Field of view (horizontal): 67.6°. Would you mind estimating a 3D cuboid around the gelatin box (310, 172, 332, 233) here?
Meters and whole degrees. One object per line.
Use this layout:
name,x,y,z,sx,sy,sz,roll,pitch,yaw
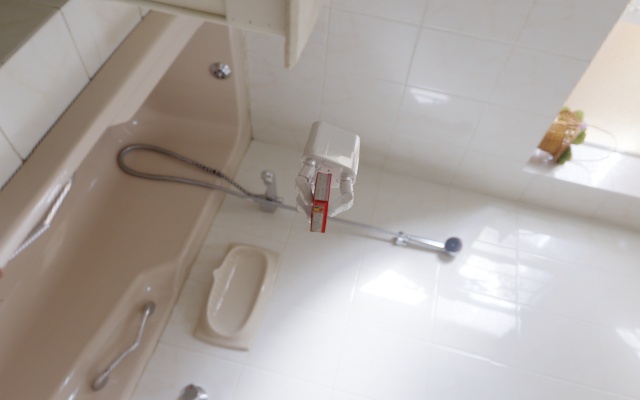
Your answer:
gelatin box,0.001,0.003,0.866,0.030,0.073,0.089,7,38,0
